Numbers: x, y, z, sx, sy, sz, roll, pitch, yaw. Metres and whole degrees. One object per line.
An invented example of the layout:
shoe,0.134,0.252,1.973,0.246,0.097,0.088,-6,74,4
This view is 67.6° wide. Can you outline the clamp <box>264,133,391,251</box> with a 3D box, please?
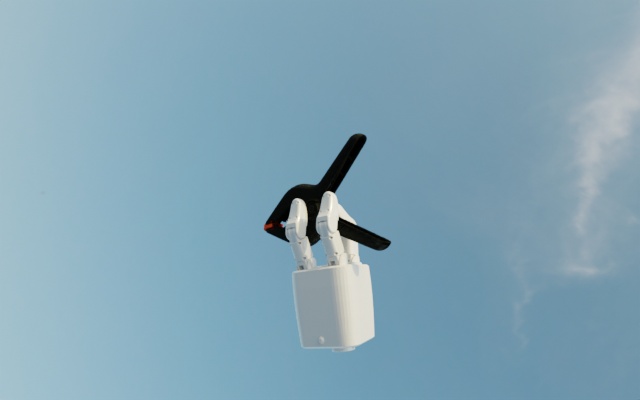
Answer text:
clamp,0.000,0.003,0.693,0.210,0.164,0.036,-13,-14,36
